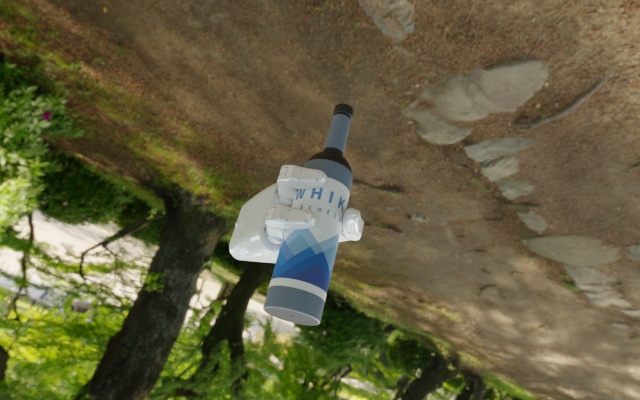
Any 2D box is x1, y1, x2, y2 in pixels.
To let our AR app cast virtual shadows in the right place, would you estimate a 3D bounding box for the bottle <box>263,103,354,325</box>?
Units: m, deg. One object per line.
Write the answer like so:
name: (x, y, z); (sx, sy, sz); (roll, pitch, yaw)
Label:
bottle: (0.000, 0.002, 0.599); (0.069, 0.295, 0.069); (12, -26, 6)
